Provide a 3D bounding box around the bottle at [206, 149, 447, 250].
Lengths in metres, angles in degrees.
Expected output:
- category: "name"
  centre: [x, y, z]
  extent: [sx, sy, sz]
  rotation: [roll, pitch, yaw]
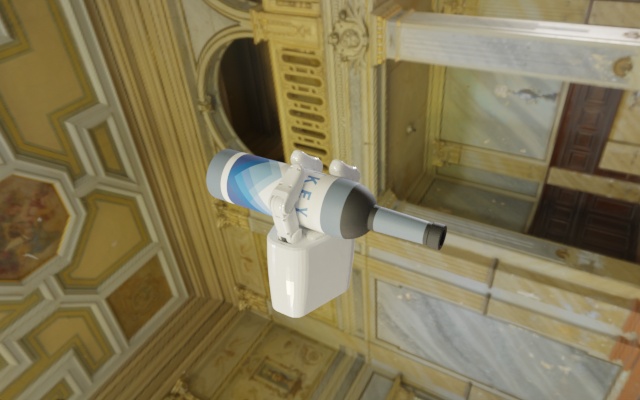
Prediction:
- category: "bottle"
  centre: [0.000, 0.002, 0.559]
  extent: [0.295, 0.069, 0.069]
  rotation: [16, 7, 26]
